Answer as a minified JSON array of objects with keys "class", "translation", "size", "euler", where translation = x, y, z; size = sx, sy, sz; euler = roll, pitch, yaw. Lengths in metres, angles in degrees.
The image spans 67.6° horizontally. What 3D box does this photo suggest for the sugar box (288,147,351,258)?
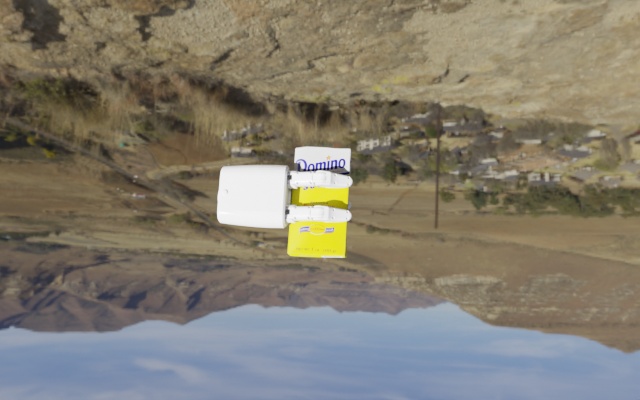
[{"class":"sugar box","translation":[0.000,0.003,0.770],"size":[0.093,0.176,0.048],"euler":[2,-10,4]}]
